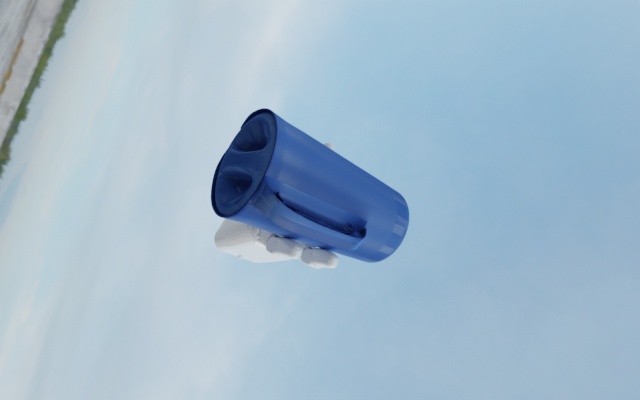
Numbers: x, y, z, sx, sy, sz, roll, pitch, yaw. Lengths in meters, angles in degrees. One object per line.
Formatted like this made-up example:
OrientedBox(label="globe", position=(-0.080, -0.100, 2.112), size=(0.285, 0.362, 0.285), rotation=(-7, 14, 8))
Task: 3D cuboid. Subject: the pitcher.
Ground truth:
OrientedBox(label="pitcher", position=(0.000, 0.002, 0.593), size=(0.243, 0.149, 0.145), rotation=(25, -27, -34))
